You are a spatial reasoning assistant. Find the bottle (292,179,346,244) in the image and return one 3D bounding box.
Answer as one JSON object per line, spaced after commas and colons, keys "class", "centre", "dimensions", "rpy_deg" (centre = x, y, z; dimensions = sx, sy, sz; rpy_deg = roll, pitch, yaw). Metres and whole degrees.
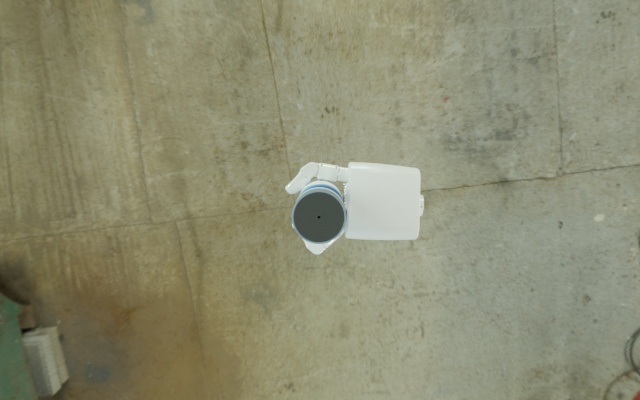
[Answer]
{"class": "bottle", "centre": [0.000, 0.002, 0.723], "dimensions": [0.069, 0.069, 0.295], "rpy_deg": [0, 7, 1]}
